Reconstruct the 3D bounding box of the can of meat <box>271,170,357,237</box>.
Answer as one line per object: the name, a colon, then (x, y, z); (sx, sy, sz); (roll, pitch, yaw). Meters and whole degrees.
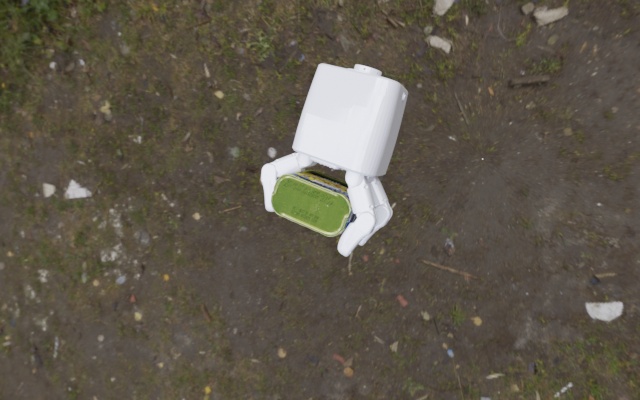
can of meat: (0.000, 0.002, 0.581); (0.102, 0.057, 0.084); (22, 11, 16)
